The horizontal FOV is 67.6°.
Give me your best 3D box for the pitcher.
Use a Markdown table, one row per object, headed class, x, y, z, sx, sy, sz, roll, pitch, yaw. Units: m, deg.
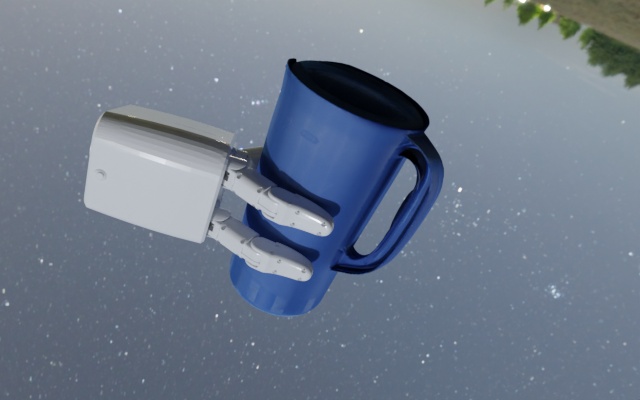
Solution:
| class | x | y | z | sx | sy | sz | roll | pitch | yaw |
| --- | --- | --- | --- | --- | --- | --- | --- | --- | --- |
| pitcher | 0.000 | 0.001 | 0.460 | 0.145 | 0.243 | 0.149 | 16 | 30 | -13 |
